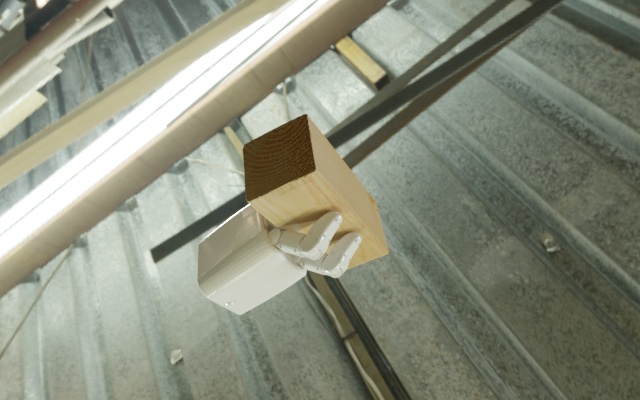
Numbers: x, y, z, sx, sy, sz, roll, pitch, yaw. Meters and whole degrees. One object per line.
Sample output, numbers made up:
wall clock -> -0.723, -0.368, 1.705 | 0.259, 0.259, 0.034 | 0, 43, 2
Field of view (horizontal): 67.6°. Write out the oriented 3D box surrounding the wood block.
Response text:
wood block -> 0.000, 0.002, 0.600 | 0.090, 0.090, 0.206 | -24, -39, 17
